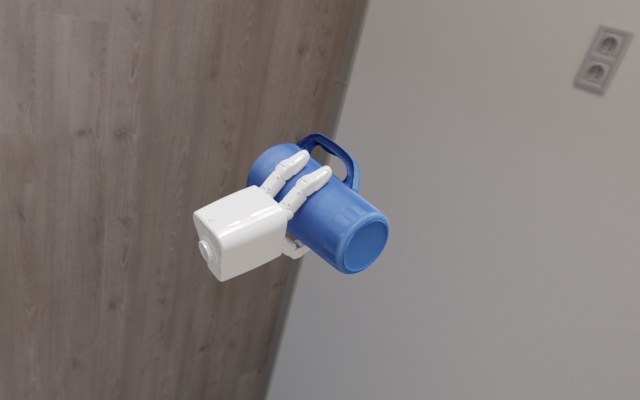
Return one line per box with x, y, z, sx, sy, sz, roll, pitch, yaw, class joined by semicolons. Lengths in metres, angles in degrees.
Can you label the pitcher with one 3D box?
0.000;0.003;0.777;0.145;0.149;0.242;-23;42;-30;pitcher
